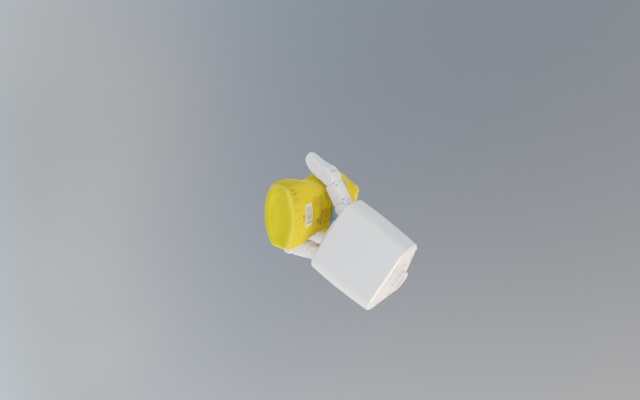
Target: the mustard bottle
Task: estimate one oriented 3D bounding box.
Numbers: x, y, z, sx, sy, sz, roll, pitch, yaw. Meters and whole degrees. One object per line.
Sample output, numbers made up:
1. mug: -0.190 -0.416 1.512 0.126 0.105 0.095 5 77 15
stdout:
1. mustard bottle: 0.000 0.002 0.725 0.058 0.096 0.191 12 21 36
